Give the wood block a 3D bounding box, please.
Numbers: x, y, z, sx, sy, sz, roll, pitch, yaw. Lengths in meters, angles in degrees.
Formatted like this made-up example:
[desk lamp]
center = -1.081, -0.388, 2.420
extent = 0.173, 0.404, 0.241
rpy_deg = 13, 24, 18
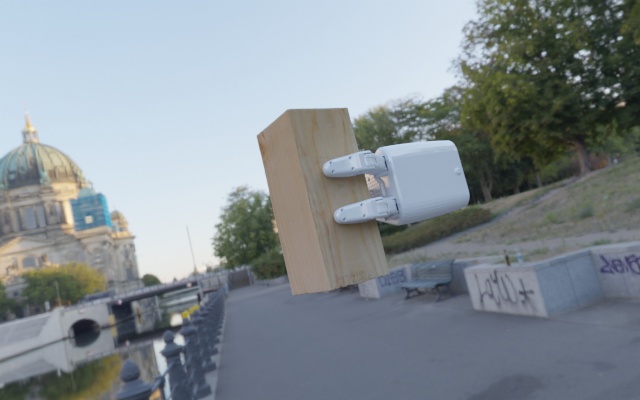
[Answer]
[wood block]
center = 0.000, 0.002, 0.581
extent = 0.090, 0.206, 0.091
rpy_deg = -9, -8, -33
